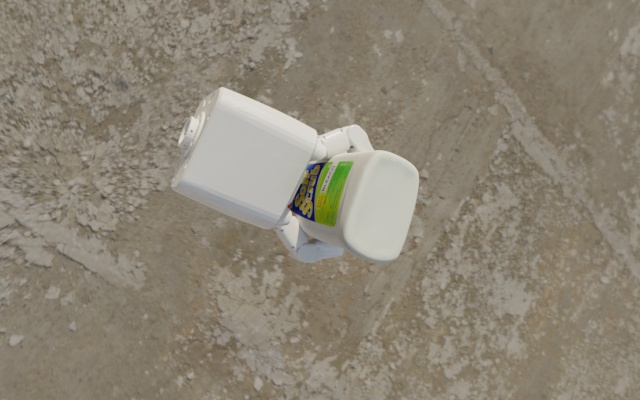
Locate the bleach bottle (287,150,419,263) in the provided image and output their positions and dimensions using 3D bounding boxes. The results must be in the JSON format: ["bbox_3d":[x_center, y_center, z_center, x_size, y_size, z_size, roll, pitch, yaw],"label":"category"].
[{"bbox_3d":[0.000,0.002,0.532,0.068,0.102,0.251,22,-9,-26],"label":"bleach bottle"}]
